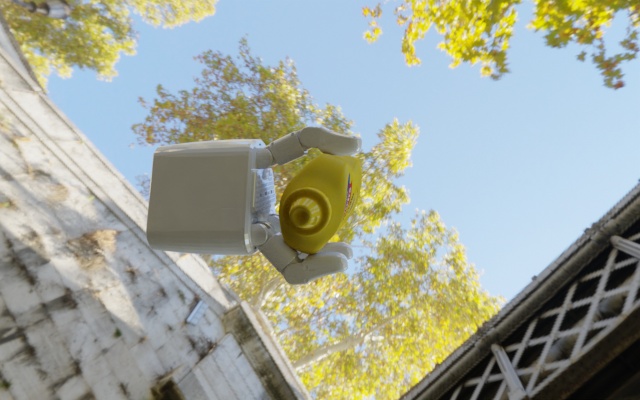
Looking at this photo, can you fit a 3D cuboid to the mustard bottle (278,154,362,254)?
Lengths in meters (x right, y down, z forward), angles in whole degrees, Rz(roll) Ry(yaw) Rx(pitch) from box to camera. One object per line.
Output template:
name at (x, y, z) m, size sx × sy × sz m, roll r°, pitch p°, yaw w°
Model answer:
mustard bottle at (0.000, 0.002, 0.469) m, size 0.058 × 0.096 × 0.191 m, roll 24°, pitch 10°, yaw 7°
